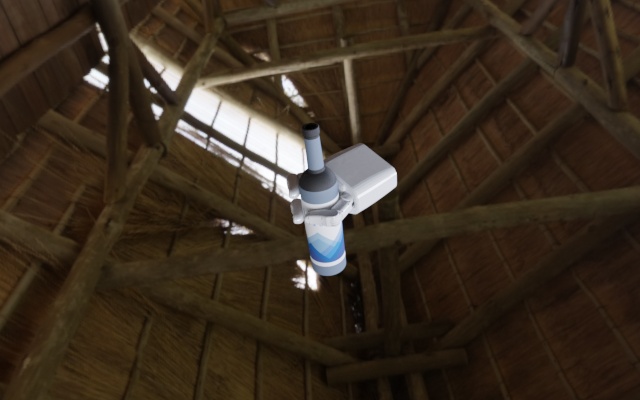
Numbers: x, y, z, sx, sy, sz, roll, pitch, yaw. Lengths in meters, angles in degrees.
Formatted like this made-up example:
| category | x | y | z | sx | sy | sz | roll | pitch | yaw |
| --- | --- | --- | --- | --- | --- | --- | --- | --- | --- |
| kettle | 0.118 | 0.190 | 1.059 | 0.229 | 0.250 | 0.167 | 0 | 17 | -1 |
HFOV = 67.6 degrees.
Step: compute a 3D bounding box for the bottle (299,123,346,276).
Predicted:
| category | x | y | z | sx | sy | sz | roll | pitch | yaw |
| --- | --- | --- | --- | --- | --- | --- | --- | --- | --- |
| bottle | 0.000 | 0.003 | 0.838 | 0.069 | 0.296 | 0.069 | -5 | 35 | 4 |
